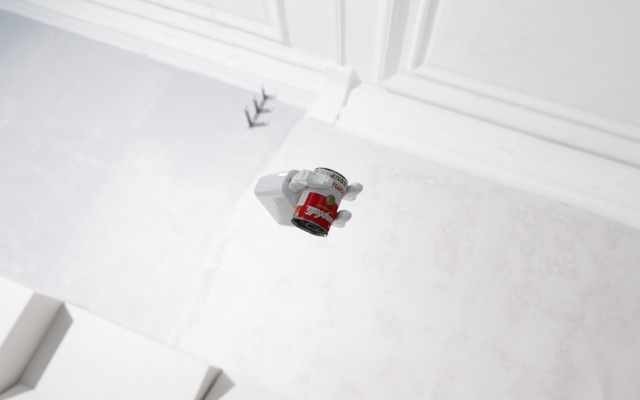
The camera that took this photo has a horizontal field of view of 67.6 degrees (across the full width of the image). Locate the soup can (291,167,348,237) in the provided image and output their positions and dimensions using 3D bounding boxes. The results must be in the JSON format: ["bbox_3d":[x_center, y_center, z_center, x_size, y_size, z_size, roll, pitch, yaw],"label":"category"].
[{"bbox_3d":[0.000,0.002,0.818,0.068,0.102,0.068,21,-20,8],"label":"soup can"}]
